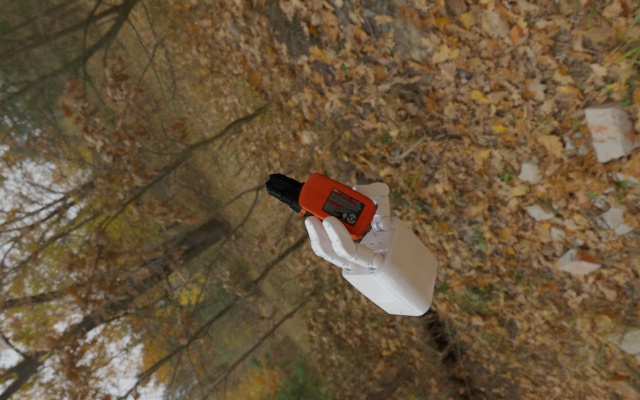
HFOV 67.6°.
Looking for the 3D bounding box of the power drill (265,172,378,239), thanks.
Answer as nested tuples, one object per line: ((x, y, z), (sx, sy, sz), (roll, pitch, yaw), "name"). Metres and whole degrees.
((0.000, 0.003, 0.728), (0.184, 0.057, 0.187), (26, -5, -5), "power drill")
